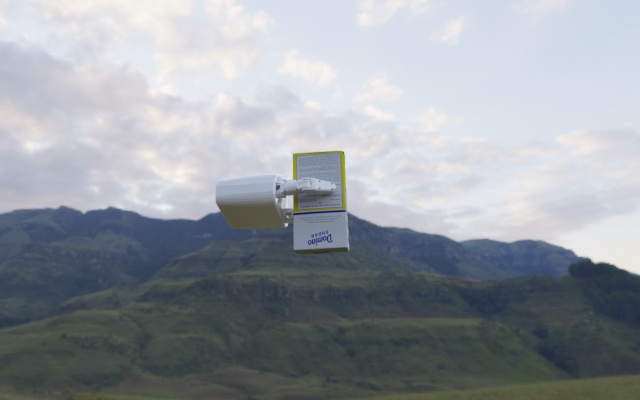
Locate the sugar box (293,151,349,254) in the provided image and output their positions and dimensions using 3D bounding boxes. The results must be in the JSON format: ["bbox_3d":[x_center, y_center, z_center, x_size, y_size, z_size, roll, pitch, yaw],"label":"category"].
[{"bbox_3d":[0.000,0.003,0.828,0.093,0.176,0.048,-3,-15,7],"label":"sugar box"}]
